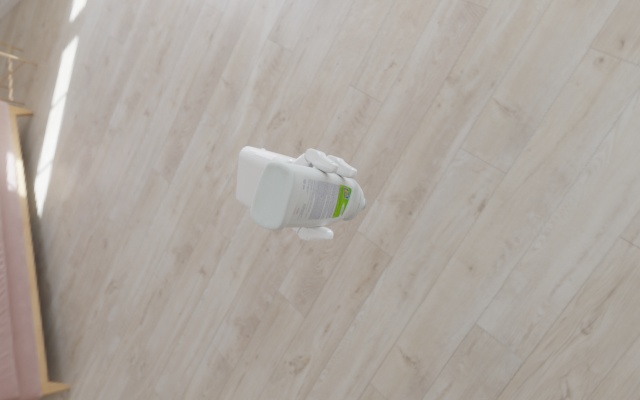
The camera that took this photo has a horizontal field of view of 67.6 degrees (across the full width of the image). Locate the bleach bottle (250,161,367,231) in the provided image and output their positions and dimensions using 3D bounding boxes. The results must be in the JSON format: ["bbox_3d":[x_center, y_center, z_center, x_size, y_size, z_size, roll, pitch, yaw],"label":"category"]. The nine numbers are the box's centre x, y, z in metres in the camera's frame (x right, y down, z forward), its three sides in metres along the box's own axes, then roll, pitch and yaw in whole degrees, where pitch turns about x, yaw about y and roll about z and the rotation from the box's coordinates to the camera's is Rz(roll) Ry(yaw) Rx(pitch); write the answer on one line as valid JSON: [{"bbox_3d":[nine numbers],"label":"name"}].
[{"bbox_3d":[0.000,0.002,0.782,0.068,0.102,0.251,21,7,34],"label":"bleach bottle"}]
